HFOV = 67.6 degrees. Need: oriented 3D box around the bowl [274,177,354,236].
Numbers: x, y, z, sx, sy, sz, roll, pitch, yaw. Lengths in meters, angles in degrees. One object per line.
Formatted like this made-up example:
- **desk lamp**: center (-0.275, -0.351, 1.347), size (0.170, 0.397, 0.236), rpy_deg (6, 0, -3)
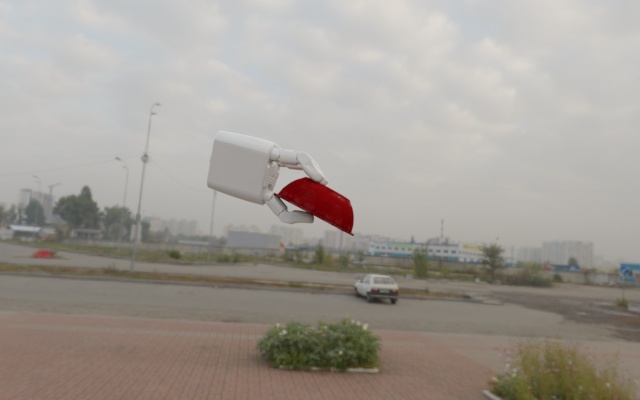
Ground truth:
- **bowl**: center (0.002, 0.003, 0.849), size (0.162, 0.055, 0.162), rpy_deg (28, -2, 1)
